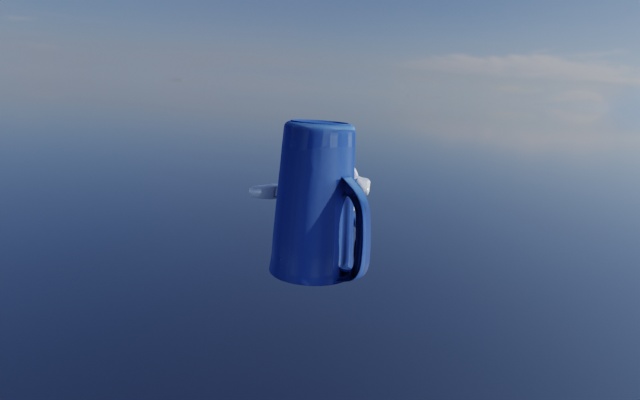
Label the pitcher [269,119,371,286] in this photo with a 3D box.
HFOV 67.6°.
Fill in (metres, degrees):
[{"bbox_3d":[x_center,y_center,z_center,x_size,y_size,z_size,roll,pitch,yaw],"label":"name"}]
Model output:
[{"bbox_3d":[0.000,0.002,0.731,0.149,0.243,0.145,3,12,-2],"label":"pitcher"}]
